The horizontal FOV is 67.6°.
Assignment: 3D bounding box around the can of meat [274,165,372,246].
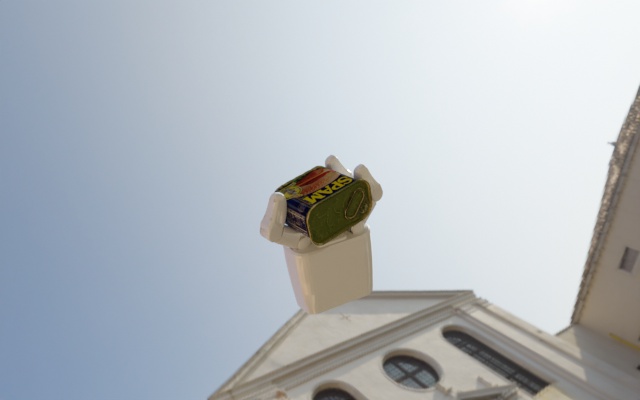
[{"bbox_3d":[0.000,0.002,0.607,0.102,0.057,0.084,-30,35,-29],"label":"can of meat"}]
